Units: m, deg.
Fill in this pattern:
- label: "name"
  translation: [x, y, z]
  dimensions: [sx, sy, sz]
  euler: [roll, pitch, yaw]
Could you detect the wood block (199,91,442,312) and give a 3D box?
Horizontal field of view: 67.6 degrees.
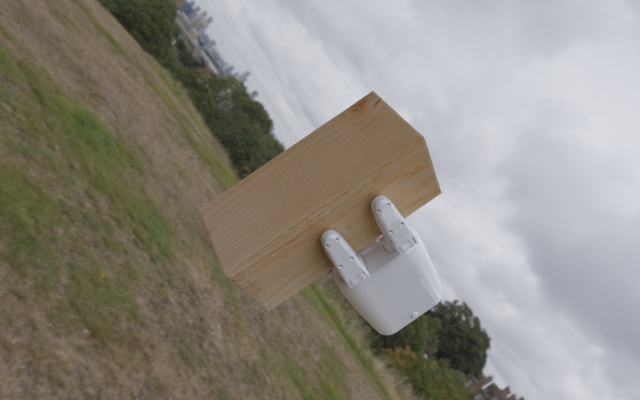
- label: "wood block"
  translation: [0.000, 0.001, 0.466]
  dimensions: [0.206, 0.090, 0.090]
  euler: [-34, -42, -1]
